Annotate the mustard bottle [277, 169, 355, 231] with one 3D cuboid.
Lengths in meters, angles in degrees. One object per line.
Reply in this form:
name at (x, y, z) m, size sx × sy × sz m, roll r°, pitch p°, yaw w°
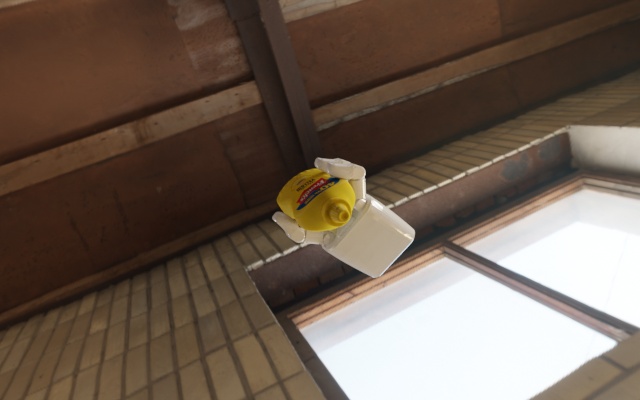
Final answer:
mustard bottle at (0.000, 0.002, 0.723) m, size 0.096 × 0.058 × 0.191 m, roll -35°, pitch 21°, yaw -10°
